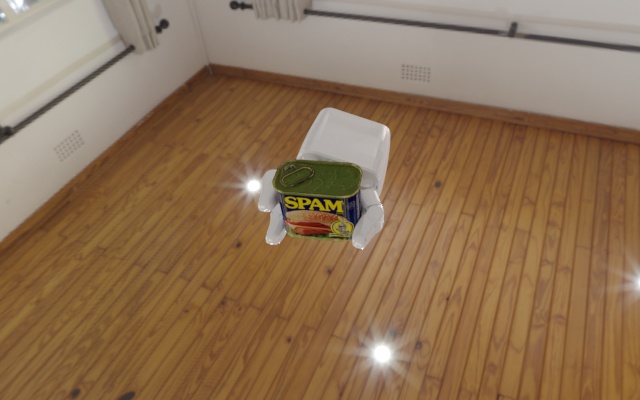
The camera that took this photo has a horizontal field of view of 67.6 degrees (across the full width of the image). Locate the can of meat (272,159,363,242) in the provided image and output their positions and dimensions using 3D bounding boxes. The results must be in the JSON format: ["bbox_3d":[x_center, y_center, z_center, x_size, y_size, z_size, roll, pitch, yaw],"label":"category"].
[{"bbox_3d":[0.000,0.002,0.574,0.102,0.057,0.084,4,-44,12],"label":"can of meat"}]
